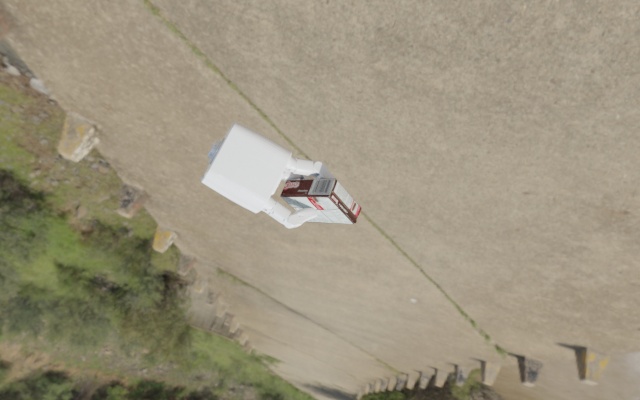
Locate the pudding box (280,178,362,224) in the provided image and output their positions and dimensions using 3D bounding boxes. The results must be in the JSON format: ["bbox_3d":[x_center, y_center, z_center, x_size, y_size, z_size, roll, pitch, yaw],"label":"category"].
[{"bbox_3d":[0.000,0.003,0.825,0.113,0.039,0.090,2,-31,40],"label":"pudding box"}]
